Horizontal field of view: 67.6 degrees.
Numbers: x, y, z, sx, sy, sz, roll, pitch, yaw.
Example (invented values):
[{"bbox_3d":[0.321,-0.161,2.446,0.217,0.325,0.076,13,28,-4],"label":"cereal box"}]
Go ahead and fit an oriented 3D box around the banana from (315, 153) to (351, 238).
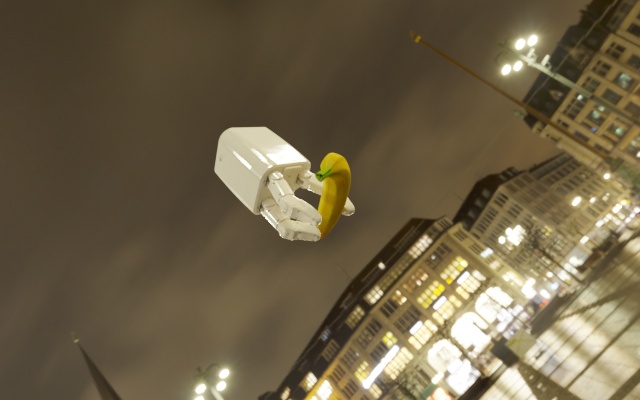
[{"bbox_3d":[0.013,-0.012,0.665,0.037,0.069,0.198,40,-20,19],"label":"banana"}]
